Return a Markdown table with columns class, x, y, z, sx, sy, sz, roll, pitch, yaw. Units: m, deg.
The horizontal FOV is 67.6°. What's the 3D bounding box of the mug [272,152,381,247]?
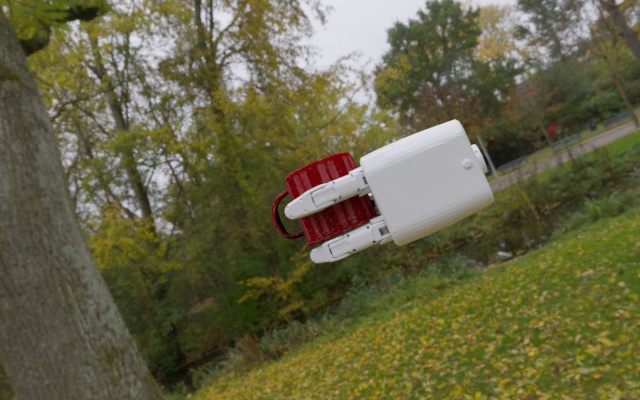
| class | x | y | z | sx | sy | sz | roll | pitch | yaw |
| --- | --- | --- | --- | --- | --- | --- | --- | --- | --- |
| mug | -0.001 | 0.002 | 0.539 | 0.117 | 0.081 | 0.093 | -23 | -3 | 10 |
